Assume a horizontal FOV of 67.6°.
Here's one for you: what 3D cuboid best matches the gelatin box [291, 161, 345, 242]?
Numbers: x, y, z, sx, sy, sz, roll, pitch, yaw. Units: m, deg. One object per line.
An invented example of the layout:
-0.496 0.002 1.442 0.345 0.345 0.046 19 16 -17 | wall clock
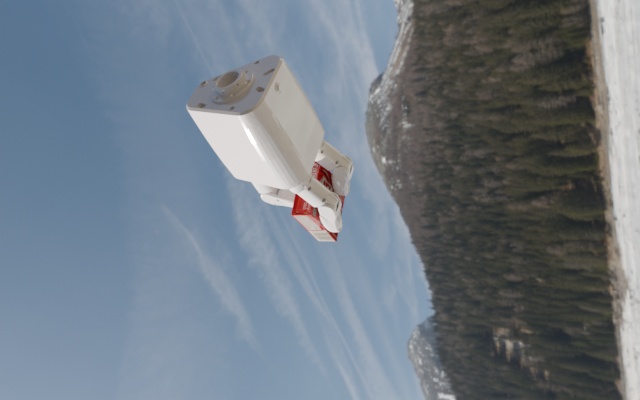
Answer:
0.000 0.002 0.597 0.030 0.073 0.089 0 -26 25 | gelatin box
